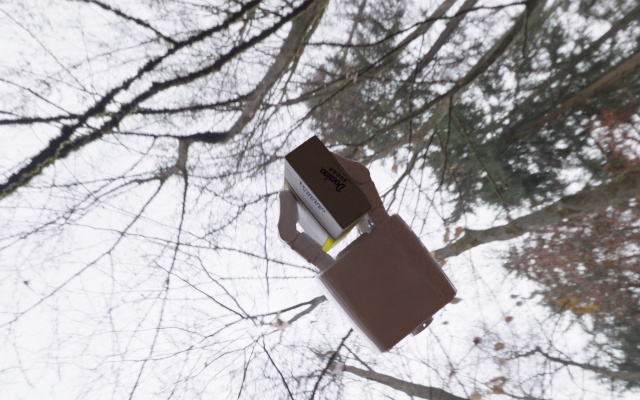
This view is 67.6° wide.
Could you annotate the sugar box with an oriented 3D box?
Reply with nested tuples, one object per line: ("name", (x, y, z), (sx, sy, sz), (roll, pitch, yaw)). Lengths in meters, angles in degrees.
("sugar box", (0.001, 0.002, 0.535), (0.048, 0.093, 0.176), (-37, -7, -15))
